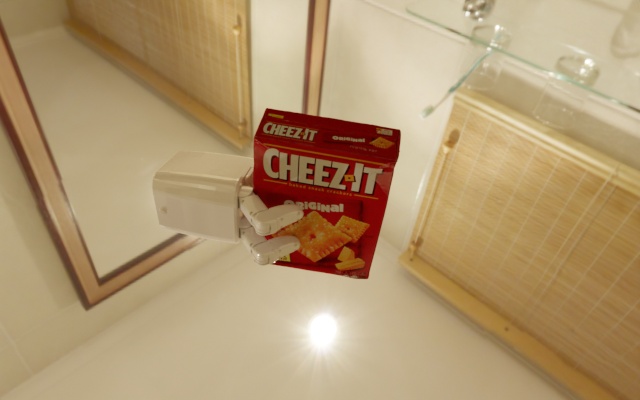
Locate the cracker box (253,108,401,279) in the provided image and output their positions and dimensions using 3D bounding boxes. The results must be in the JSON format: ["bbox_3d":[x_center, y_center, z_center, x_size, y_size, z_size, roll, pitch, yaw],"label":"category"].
[{"bbox_3d":[0.000,0.002,0.609,0.164,0.214,0.072,9,43,3],"label":"cracker box"}]
